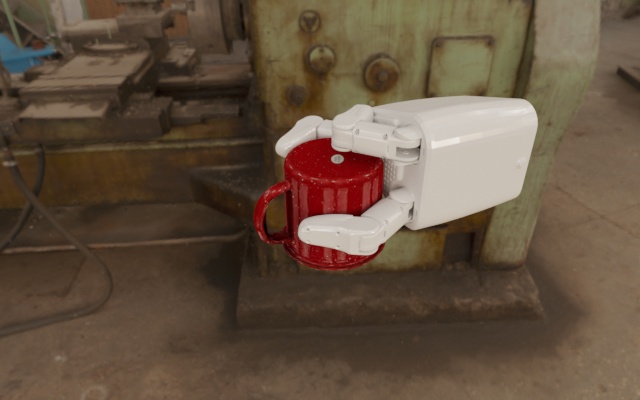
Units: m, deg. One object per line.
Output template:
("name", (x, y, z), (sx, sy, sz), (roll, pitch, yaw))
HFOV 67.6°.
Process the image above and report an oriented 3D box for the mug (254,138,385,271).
("mug", (-0.001, 0.001, 0.401), (0.117, 0.082, 0.093), (-14, 35, -19))
